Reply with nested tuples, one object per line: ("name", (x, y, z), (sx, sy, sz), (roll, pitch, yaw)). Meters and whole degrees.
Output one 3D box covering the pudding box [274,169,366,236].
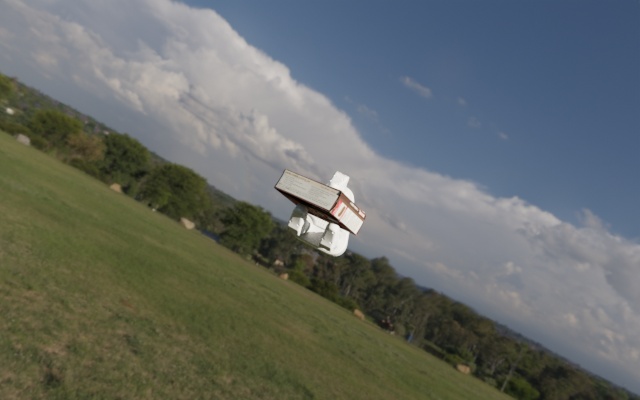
("pudding box", (0.000, 0.002, 0.698), (0.113, 0.039, 0.090), (21, -11, 36))
